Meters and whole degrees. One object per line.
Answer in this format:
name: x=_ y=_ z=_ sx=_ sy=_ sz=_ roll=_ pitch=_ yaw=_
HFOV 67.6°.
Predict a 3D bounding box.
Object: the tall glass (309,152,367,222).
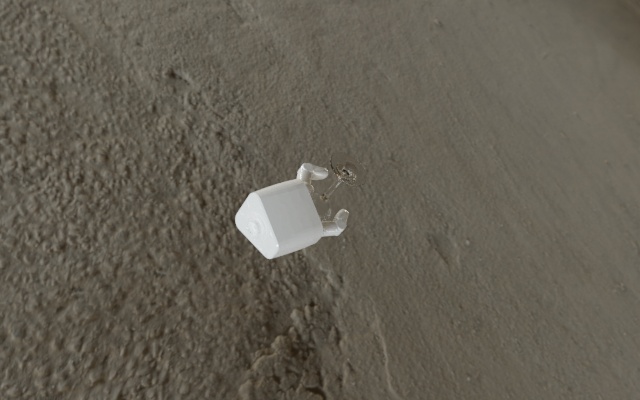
tall glass: x=0.001 y=0.003 z=0.888 sx=0.079 sy=0.079 sz=0.201 roll=0 pitch=-35 yaw=-36
